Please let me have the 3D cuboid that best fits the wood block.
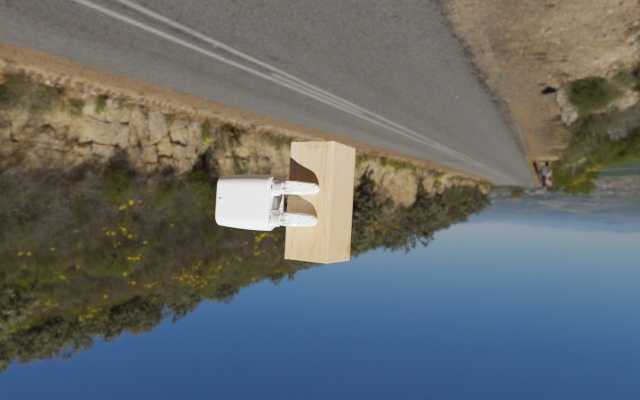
[{"bbox_3d":[0.000,0.003,0.857,0.090,0.206,0.091,2,-2,29],"label":"wood block"}]
